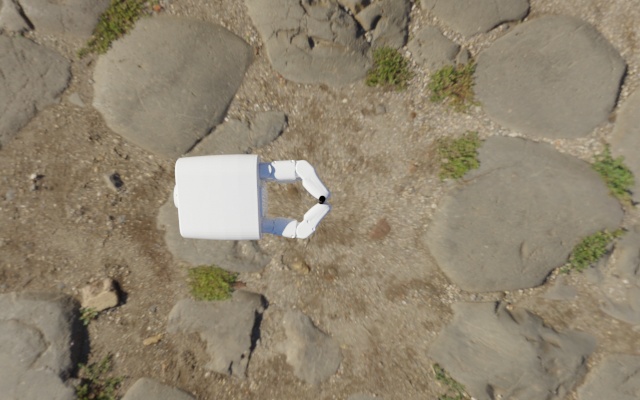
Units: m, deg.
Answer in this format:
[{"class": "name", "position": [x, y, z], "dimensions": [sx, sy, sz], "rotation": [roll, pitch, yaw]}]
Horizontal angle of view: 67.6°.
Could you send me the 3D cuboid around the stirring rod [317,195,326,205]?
[{"class": "stirring rod", "position": [0.000, 0.002, 0.652], "dimensions": [0.011, 0.011, 0.239], "rotation": [0, -2, -1]}]
